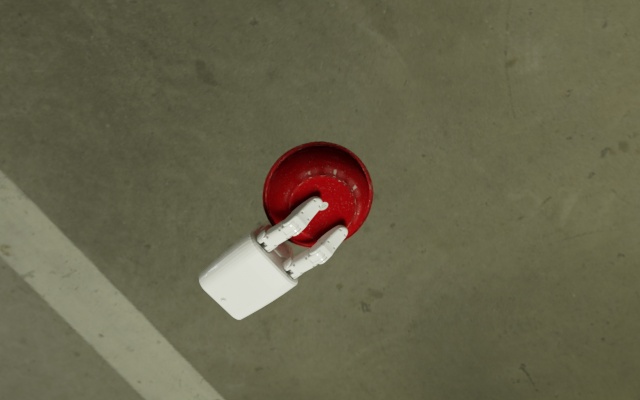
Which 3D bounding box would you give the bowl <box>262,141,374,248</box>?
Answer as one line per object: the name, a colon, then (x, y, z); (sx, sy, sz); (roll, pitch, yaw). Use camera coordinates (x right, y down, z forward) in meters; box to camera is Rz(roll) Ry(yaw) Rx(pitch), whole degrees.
bowl: (0.001, 0.001, 0.666); (0.162, 0.162, 0.055); (0, 18, -7)
